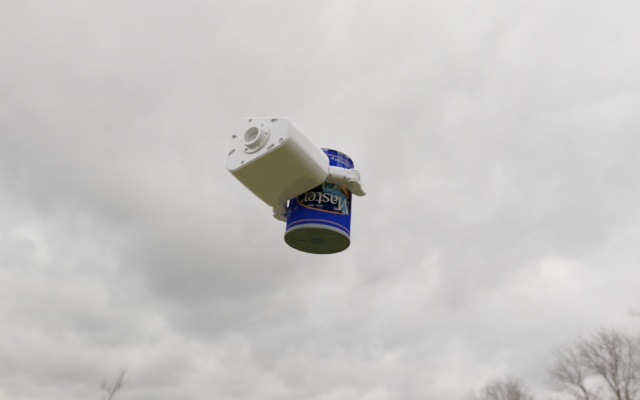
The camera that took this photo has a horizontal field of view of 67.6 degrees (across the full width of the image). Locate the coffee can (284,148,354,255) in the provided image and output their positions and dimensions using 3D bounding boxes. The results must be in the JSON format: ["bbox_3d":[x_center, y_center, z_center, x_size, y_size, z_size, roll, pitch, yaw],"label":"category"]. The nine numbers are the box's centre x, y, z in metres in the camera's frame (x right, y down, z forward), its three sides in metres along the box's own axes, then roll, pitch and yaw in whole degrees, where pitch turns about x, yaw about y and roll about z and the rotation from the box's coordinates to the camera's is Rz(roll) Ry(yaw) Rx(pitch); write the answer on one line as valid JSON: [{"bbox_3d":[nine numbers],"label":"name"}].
[{"bbox_3d":[0.000,0.003,0.763,0.103,0.140,0.103,4,-28,2],"label":"coffee can"}]
